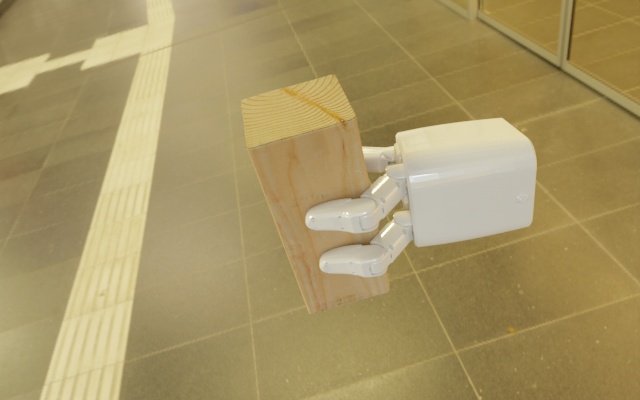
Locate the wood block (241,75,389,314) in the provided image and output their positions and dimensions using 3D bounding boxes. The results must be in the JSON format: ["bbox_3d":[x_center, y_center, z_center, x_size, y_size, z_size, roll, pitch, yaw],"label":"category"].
[{"bbox_3d":[0.000,0.001,0.458,0.090,0.206,0.090,-16,38,0],"label":"wood block"}]
